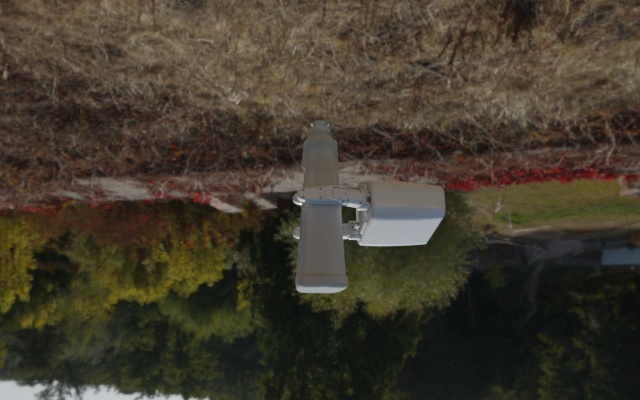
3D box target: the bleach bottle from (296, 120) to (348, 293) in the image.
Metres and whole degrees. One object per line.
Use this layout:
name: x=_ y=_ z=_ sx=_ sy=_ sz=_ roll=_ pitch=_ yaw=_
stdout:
bleach bottle: x=0.000 y=0.002 z=0.684 sx=0.068 sy=0.250 sz=0.102 roll=2 pitch=-15 yaw=-7
